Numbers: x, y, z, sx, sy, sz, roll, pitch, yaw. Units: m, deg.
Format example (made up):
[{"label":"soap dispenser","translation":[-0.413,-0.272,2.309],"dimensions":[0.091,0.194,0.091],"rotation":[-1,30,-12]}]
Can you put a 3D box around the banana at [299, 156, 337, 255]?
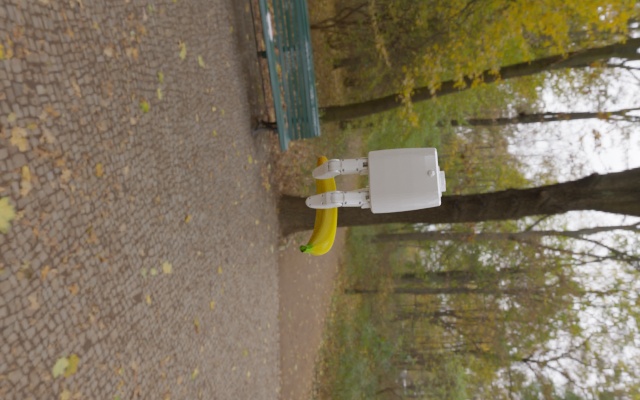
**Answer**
[{"label":"banana","translation":[0.005,0.017,0.794],"dimensions":[0.037,0.197,0.070],"rotation":[-6,-40,17]}]
